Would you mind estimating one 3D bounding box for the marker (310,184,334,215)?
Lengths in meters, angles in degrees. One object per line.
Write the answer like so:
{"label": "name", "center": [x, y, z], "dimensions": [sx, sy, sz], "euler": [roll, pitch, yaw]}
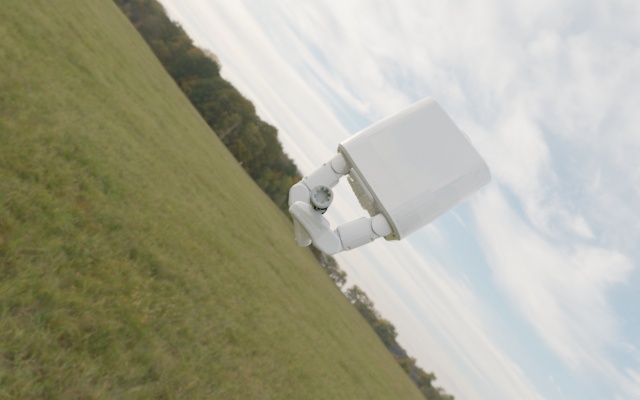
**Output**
{"label": "marker", "center": [0.000, 0.001, 0.444], "dimensions": [0.020, 0.020, 0.121], "euler": [0, -5, -1]}
